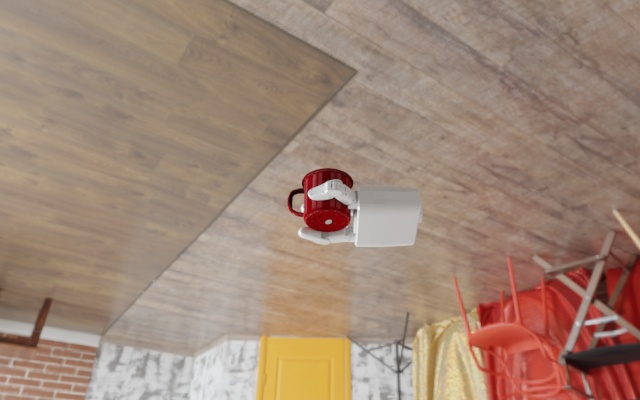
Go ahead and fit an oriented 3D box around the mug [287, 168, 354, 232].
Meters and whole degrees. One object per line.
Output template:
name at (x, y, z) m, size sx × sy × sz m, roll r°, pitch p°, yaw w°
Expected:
mug at (-0.001, 0.003, 0.836) m, size 0.117 × 0.081 × 0.093 m, roll 0°, pitch -32°, yaw 2°
